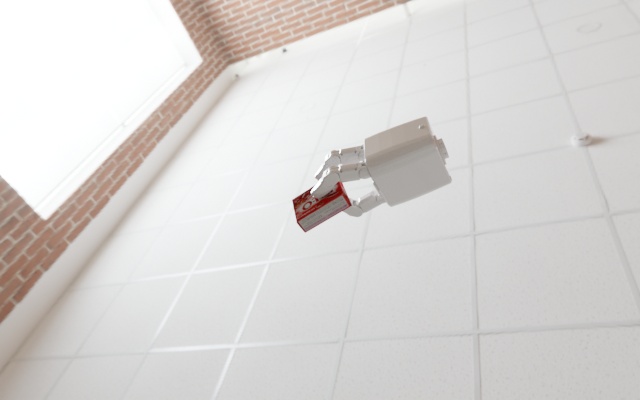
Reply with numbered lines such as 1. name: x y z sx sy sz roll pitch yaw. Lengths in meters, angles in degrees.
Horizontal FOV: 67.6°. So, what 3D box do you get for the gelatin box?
1. gelatin box: 0.000 0.003 0.769 0.089 0.030 0.073 -31 29 8
